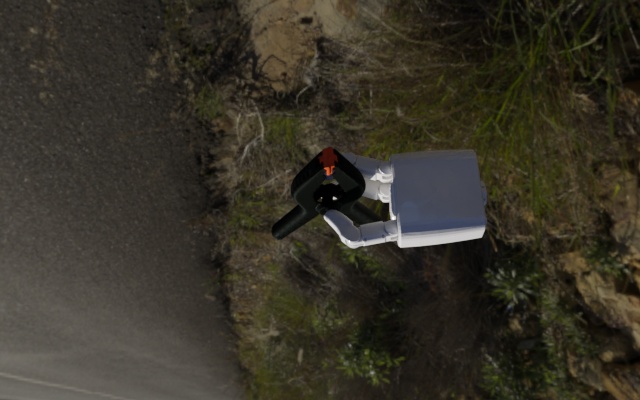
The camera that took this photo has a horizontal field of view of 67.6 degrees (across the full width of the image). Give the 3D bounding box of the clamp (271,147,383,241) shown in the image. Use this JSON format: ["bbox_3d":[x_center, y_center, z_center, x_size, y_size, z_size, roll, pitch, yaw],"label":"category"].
[{"bbox_3d":[0.000,0.003,0.633,0.164,0.036,0.210,-8,-28,4],"label":"clamp"}]
